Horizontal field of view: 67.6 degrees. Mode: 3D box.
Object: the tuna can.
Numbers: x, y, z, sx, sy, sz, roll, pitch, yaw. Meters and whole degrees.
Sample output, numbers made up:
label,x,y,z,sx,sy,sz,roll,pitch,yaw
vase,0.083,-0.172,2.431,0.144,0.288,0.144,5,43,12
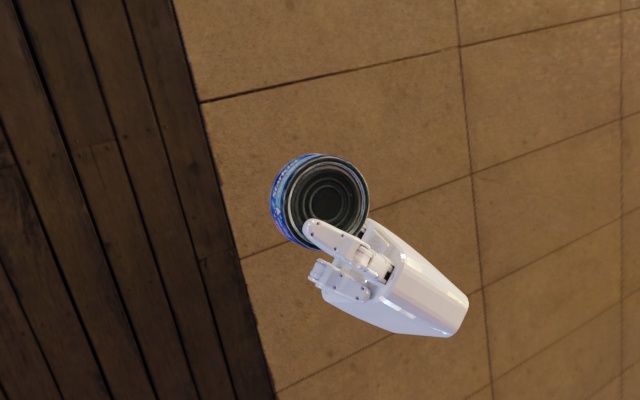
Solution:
label,x,y,z,sx,sy,sz,roll,pitch,yaw
tuna can,0.000,0.001,0.424,0.086,0.086,0.033,0,7,-24
